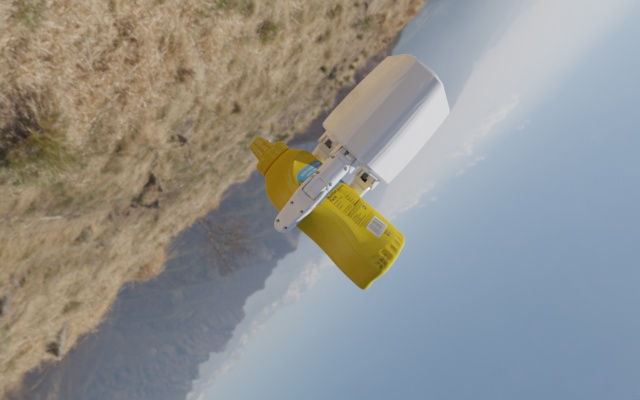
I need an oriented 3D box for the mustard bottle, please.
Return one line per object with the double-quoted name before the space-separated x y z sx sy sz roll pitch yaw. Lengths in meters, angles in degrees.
"mustard bottle" 0.000 0.002 0.508 0.058 0.191 0.096 -49 -3 32
